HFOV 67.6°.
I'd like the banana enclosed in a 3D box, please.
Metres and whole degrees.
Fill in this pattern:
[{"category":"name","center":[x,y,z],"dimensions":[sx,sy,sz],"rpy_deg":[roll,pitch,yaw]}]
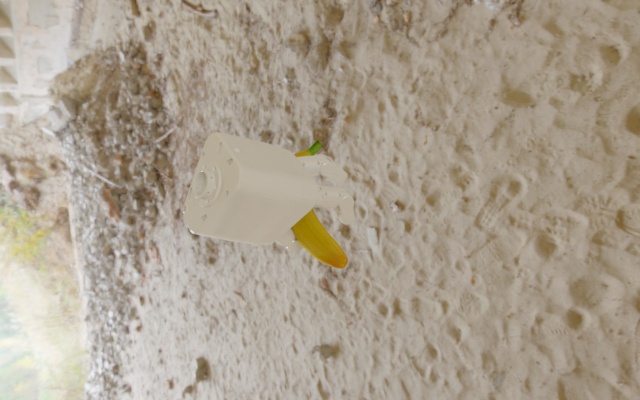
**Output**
[{"category":"banana","center":[-0.017,0.006,0.629],"dimensions":[0.069,0.197,0.037],"rpy_deg":[-24,-32,20]}]
